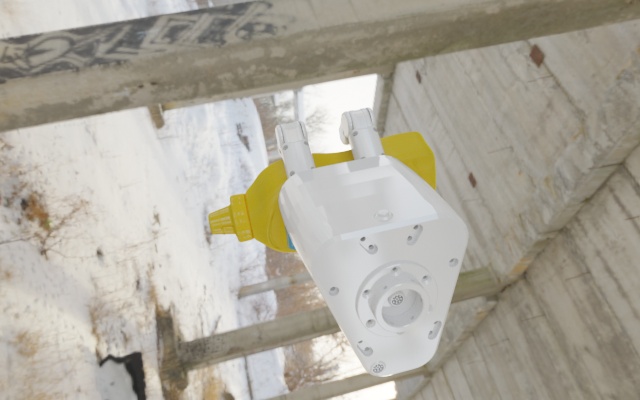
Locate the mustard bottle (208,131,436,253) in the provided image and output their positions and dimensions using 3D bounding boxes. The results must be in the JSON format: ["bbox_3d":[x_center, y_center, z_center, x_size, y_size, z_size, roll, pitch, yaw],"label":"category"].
[{"bbox_3d":[0.000,0.001,0.415,0.191,0.058,0.096,-12,-42,-8],"label":"mustard bottle"}]
